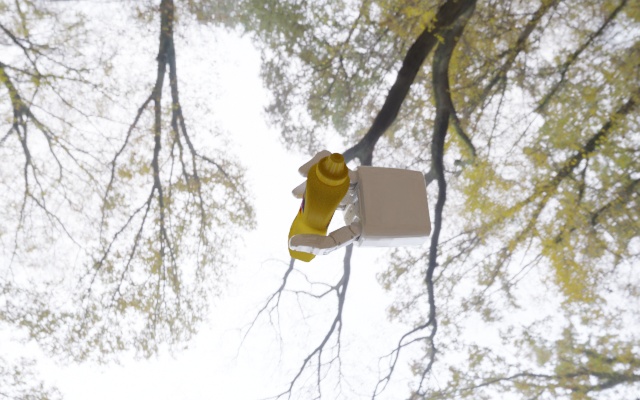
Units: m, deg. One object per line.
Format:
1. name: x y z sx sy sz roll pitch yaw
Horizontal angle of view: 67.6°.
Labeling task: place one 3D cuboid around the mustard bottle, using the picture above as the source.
1. mustard bottle: 0.000 0.002 0.664 0.058 0.096 0.192 21 -38 -1
